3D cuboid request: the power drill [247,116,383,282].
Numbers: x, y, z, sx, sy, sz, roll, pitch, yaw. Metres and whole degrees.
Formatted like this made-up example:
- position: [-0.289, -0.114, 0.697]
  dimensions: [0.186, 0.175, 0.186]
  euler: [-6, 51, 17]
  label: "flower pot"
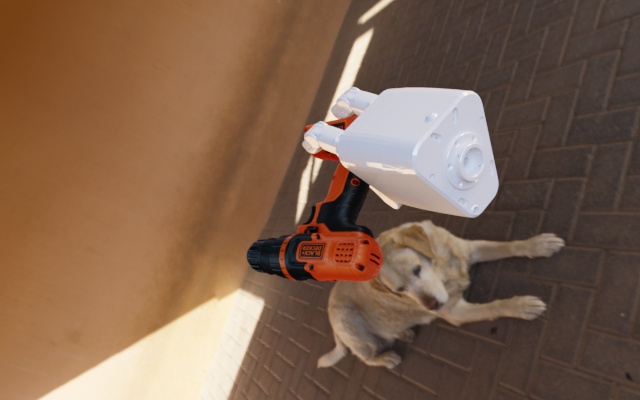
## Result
- position: [0.000, 0.001, 0.554]
  dimensions: [0.184, 0.187, 0.057]
  euler: [-3, -23, 39]
  label: "power drill"
